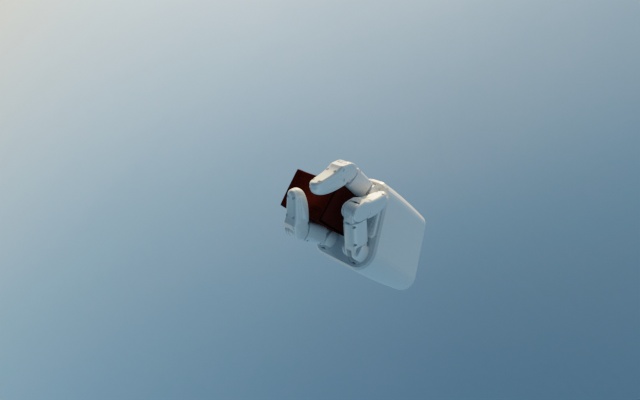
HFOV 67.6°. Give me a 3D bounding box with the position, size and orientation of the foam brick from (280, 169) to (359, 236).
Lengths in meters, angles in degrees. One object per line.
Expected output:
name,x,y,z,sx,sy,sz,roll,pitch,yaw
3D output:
foam brick,0.000,0.002,0.585,0.078,0.053,0.051,22,-7,46
